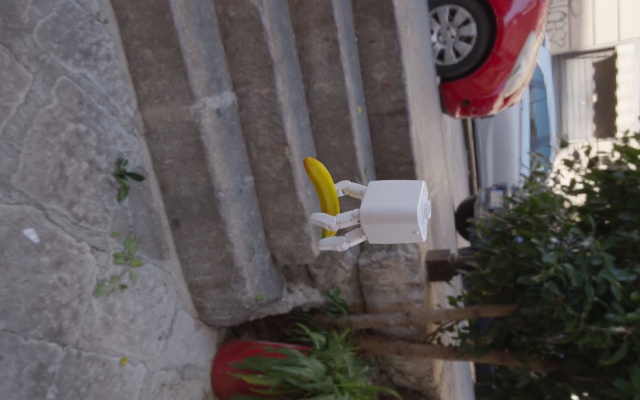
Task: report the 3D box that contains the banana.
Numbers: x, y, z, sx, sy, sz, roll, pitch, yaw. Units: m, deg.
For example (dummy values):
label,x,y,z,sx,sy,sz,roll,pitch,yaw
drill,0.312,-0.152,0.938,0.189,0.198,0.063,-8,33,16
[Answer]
label,x,y,z,sx,sy,sz,roll,pitch,yaw
banana,0.007,-0.003,0.914,0.037,0.198,0.069,2,30,24
